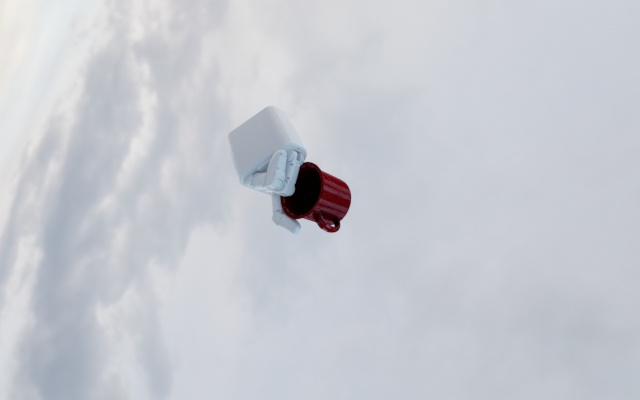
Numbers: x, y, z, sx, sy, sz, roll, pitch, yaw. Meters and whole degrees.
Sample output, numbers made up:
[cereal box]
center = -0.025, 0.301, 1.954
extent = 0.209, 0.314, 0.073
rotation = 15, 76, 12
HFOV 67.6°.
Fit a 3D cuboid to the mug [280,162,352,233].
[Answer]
[mug]
center = 0.001, 0.004, 0.763
extent = 0.093, 0.117, 0.081
rotation = -43, -39, 23
